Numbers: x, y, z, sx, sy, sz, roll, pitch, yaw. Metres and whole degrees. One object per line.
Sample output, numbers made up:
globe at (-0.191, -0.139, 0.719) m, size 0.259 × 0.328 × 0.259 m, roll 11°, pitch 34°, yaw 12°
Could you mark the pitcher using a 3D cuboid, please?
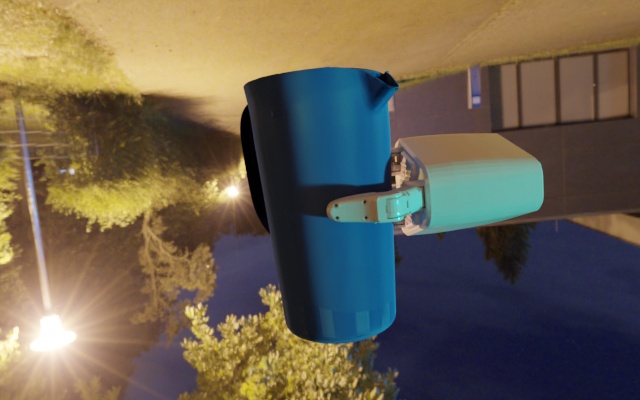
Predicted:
pitcher at (0.000, 0.001, 0.458) m, size 0.145 × 0.243 × 0.149 m, roll -6°, pitch 7°, yaw -5°
